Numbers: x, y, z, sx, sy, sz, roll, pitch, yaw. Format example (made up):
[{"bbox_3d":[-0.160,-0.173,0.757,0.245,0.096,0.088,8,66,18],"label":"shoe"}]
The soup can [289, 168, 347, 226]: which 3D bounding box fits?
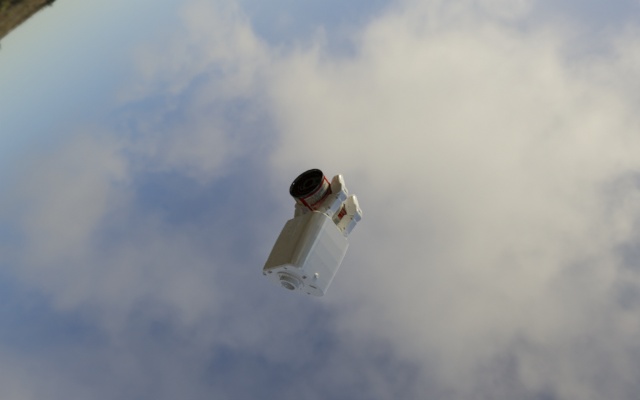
[{"bbox_3d":[0.000,0.003,0.846,0.068,0.068,0.102,0,-41,41],"label":"soup can"}]
